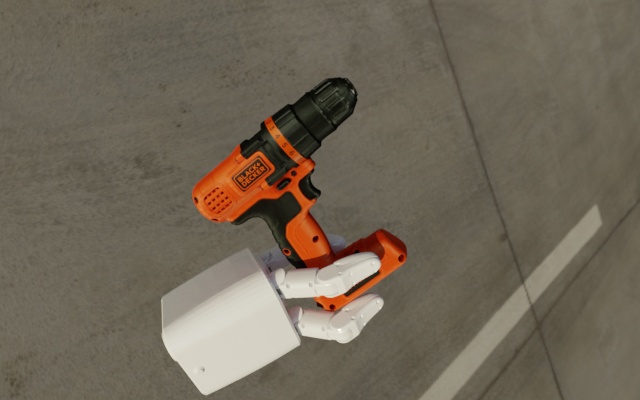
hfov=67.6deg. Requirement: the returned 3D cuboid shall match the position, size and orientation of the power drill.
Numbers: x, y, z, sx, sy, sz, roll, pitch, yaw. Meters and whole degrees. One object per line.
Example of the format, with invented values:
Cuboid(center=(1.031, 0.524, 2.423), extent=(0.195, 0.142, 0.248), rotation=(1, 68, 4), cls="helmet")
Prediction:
Cuboid(center=(0.000, 0.002, 0.462), extent=(0.184, 0.188, 0.057), rotation=(-37, 14, 12), cls="power drill")
